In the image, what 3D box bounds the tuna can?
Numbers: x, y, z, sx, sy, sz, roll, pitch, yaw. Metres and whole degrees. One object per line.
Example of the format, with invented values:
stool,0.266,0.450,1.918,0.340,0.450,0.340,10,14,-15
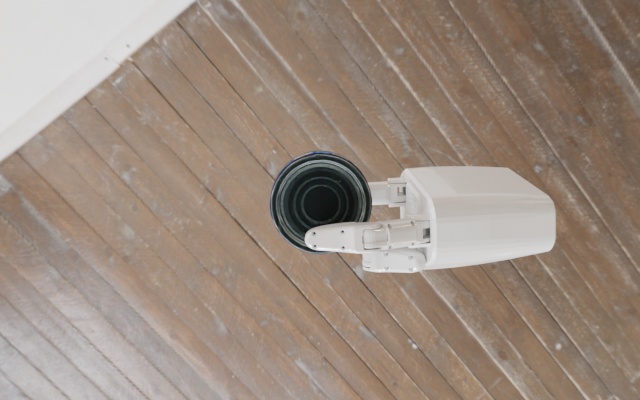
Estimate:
tuna can,0.000,0.001,0.403,0.086,0.086,0.033,0,8,-2
